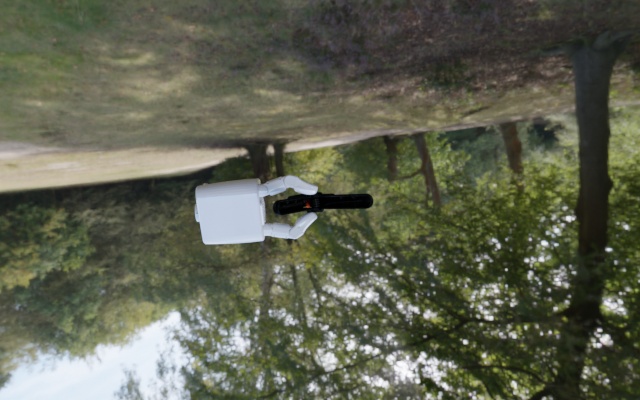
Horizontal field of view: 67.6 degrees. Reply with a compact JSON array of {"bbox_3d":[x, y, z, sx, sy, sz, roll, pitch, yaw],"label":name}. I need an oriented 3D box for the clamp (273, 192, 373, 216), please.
[{"bbox_3d":[0.000,0.004,0.856,0.164,0.036,0.210,-3,3,-4],"label":"clamp"}]
